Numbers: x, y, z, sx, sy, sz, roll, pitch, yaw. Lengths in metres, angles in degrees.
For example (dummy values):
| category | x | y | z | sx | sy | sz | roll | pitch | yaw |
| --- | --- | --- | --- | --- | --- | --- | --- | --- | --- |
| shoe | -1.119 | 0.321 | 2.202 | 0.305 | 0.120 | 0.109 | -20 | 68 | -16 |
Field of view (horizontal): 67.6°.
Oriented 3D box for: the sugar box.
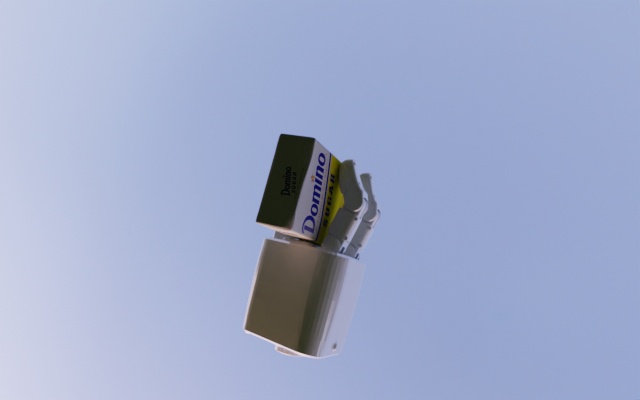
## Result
| category | x | y | z | sx | sy | sz | roll | pitch | yaw |
| --- | --- | --- | --- | --- | --- | --- | --- | --- | --- |
| sugar box | 0.001 | 0.002 | 0.523 | 0.048 | 0.093 | 0.176 | 11 | -9 | 23 |
